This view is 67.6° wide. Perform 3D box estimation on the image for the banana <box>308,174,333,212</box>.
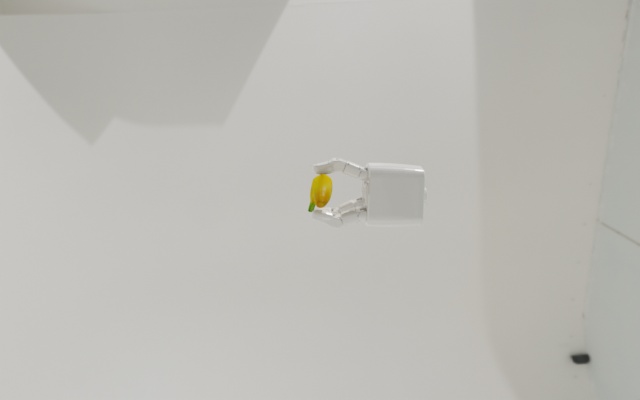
[{"bbox_3d":[0.002,-0.015,0.873,0.037,0.069,0.198,6,-5,-3],"label":"banana"}]
